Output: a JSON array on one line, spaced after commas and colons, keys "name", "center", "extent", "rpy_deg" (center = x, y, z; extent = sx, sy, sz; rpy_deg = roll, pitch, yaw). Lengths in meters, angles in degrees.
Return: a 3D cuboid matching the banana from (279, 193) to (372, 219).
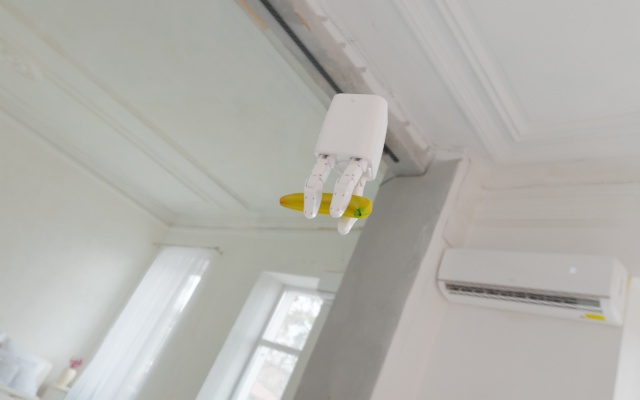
[{"name": "banana", "center": [0.016, 0.005, 0.758], "extent": [0.069, 0.037, 0.198], "rpy_deg": [11, -4, -40]}]
